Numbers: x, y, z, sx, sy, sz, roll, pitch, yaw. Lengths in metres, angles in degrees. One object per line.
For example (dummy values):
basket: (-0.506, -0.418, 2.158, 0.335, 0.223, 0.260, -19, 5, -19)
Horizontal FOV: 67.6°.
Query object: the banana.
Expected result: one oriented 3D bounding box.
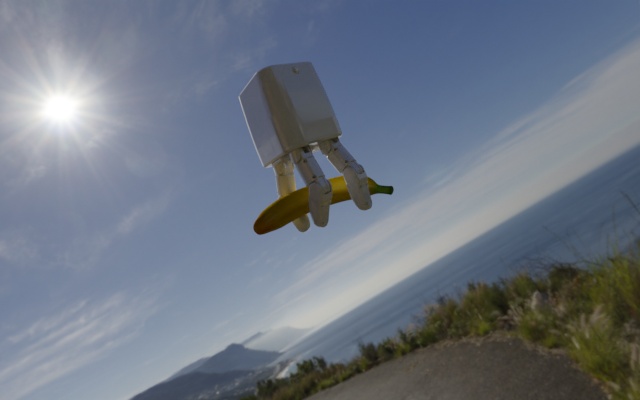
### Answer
banana: (-0.004, -0.001, 0.636, 0.198, 0.037, 0.069, -18, 15, -19)
